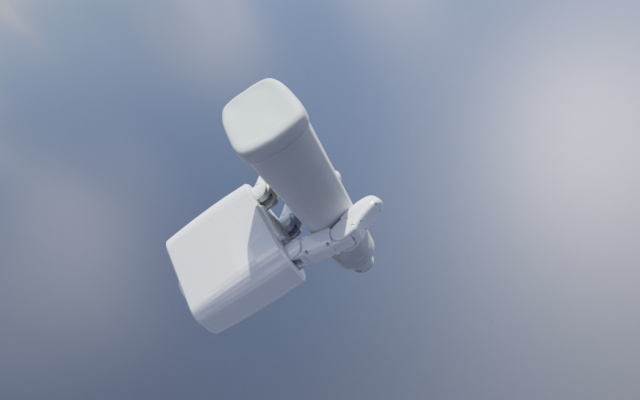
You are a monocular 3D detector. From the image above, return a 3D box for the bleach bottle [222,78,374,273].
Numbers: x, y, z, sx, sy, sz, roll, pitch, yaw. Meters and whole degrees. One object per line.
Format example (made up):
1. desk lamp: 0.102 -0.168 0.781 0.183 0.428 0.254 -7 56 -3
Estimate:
1. bleach bottle: 0.000 0.001 0.484 0.068 0.251 0.102 -34 41 1
